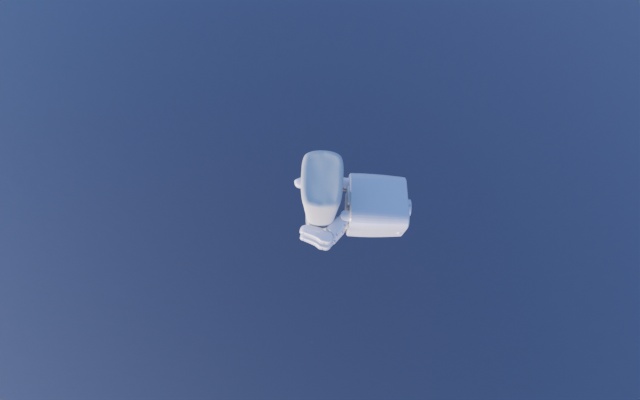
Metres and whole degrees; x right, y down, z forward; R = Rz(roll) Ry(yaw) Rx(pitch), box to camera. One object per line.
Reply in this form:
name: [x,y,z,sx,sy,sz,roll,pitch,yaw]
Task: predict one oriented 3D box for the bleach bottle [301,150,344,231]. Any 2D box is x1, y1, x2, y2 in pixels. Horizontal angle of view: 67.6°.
bleach bottle: [0.000,0.003,0.869,0.068,0.102,0.251,3,-17,0]
